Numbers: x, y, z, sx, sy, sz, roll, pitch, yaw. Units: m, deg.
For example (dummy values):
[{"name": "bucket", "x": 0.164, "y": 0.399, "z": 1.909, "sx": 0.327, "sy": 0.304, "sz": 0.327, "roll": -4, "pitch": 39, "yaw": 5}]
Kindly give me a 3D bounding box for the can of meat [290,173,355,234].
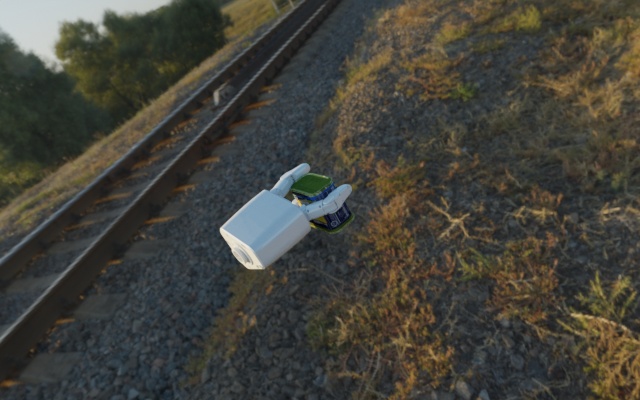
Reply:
[{"name": "can of meat", "x": 0.000, "y": 0.002, "z": 0.836, "sx": 0.057, "sy": 0.084, "sz": 0.102, "roll": -40, "pitch": 27, "yaw": -20}]
